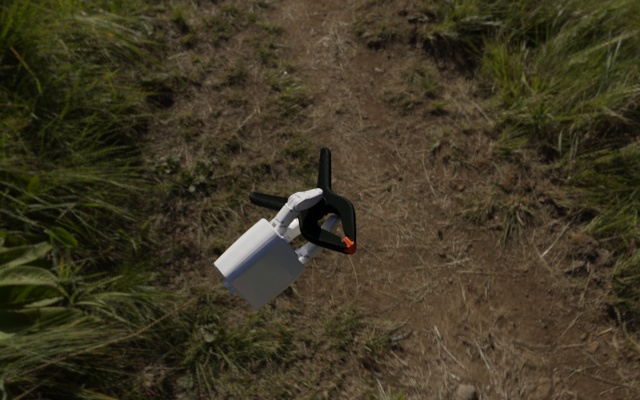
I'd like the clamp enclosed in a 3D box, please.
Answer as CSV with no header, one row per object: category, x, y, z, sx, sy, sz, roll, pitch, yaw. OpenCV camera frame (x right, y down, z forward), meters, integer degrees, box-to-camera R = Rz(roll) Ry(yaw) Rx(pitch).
clamp,0.000,0.003,0.788,0.210,0.164,0.036,42,-14,33
